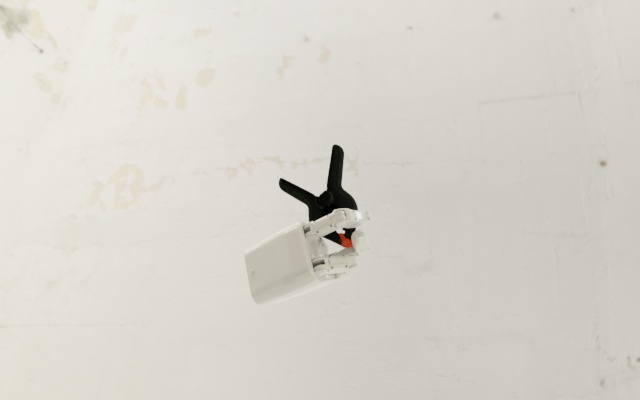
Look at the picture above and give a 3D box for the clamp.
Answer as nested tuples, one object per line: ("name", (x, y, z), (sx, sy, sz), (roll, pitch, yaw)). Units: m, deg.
("clamp", (0.001, 0.003, 0.750), (0.120, 0.171, 0.039), (-27, -32, 19))
